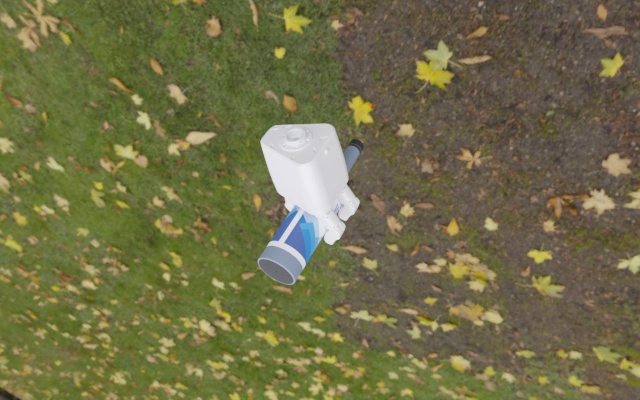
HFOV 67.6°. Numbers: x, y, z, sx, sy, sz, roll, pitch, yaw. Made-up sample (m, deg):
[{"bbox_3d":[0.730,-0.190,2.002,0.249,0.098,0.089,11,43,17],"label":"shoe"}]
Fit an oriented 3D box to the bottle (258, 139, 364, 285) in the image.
[{"bbox_3d":[0.000,0.003,0.804,0.069,0.295,0.069,23,-32,16],"label":"bottle"}]
